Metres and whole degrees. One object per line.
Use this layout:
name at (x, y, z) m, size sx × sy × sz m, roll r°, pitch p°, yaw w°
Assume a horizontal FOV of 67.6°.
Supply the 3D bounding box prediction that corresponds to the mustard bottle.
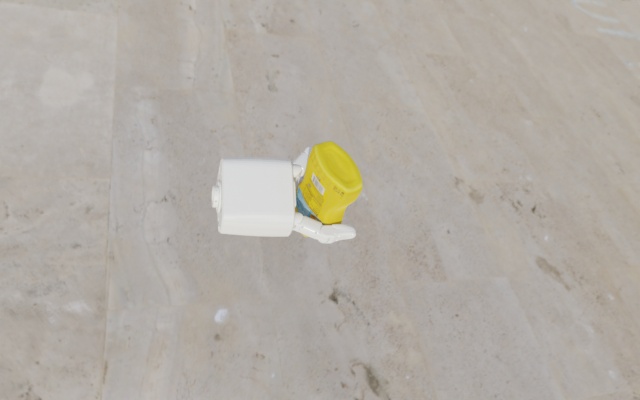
mustard bottle at (0.000, 0.002, 0.752) m, size 0.058 × 0.096 × 0.192 m, roll -21°, pitch -25°, yaw -31°
